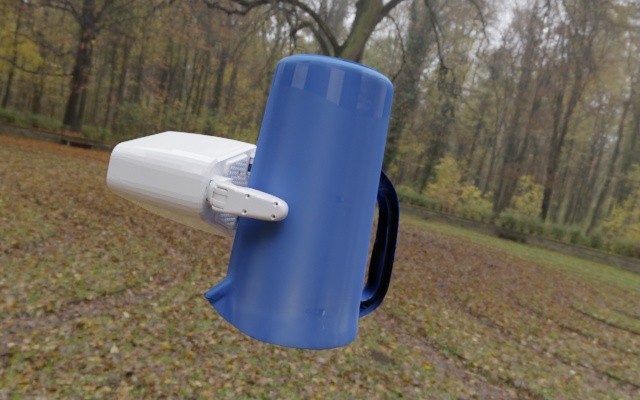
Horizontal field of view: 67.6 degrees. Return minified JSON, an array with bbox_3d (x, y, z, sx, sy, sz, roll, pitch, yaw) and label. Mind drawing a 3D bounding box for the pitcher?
[{"bbox_3d":[0.000,0.001,0.445,0.145,0.243,0.149,13,5,16],"label":"pitcher"}]
